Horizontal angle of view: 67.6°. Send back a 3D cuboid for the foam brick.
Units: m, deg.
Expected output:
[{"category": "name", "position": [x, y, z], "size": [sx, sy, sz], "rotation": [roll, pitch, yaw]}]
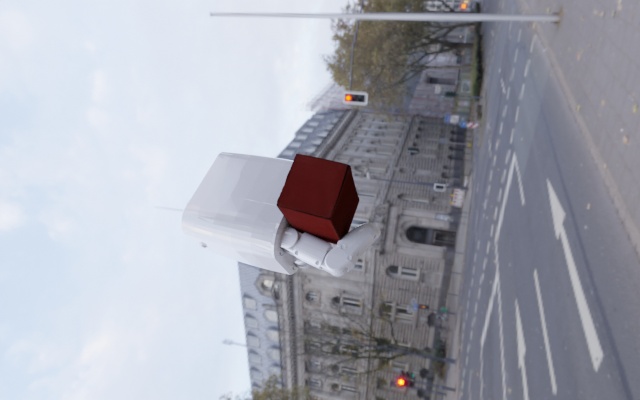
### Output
[{"category": "foam brick", "position": [0.000, 0.001, 0.433], "size": [0.051, 0.053, 0.078], "rotation": [15, -19, 16]}]
